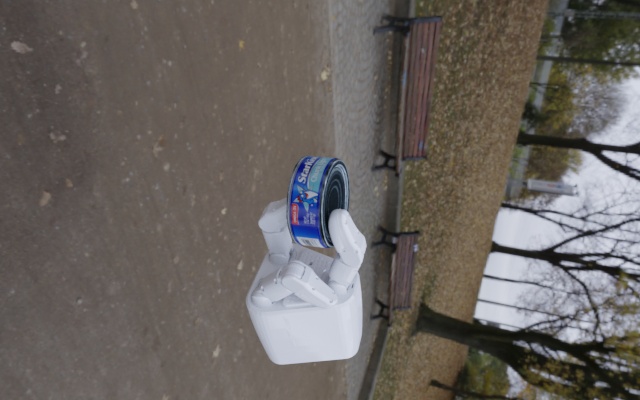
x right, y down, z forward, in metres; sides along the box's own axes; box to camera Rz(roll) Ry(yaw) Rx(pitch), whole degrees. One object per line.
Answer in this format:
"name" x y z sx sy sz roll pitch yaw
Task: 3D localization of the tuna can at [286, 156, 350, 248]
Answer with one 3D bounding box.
"tuna can" 0.001 0.001 0.450 0.034 0.086 0.086 5 2 20
